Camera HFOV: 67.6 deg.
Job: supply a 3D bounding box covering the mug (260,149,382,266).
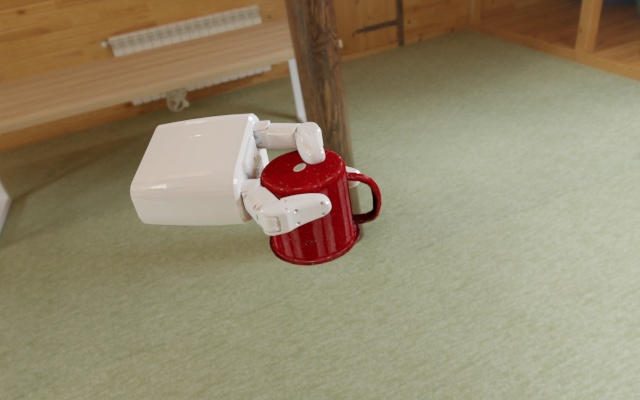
[{"bbox_3d":[0.001,0.001,0.461,0.117,0.082,0.093,-4,33,9],"label":"mug"}]
